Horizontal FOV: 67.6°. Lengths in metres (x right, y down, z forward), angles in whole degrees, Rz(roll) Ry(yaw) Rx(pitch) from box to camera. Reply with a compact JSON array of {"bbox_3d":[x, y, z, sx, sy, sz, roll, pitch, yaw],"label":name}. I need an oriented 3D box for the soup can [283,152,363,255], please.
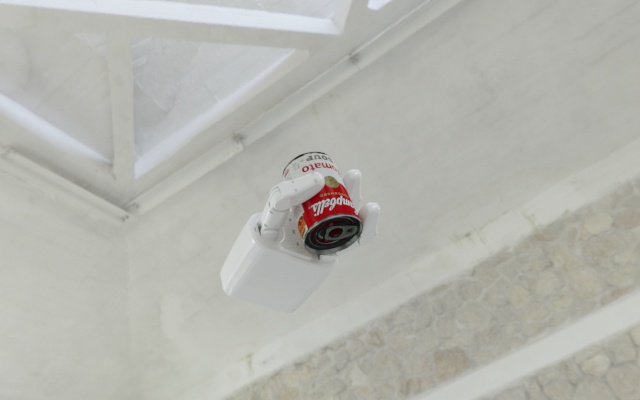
[{"bbox_3d":[0.000,0.001,0.548,0.068,0.102,0.069,-13,-39,-11],"label":"soup can"}]
